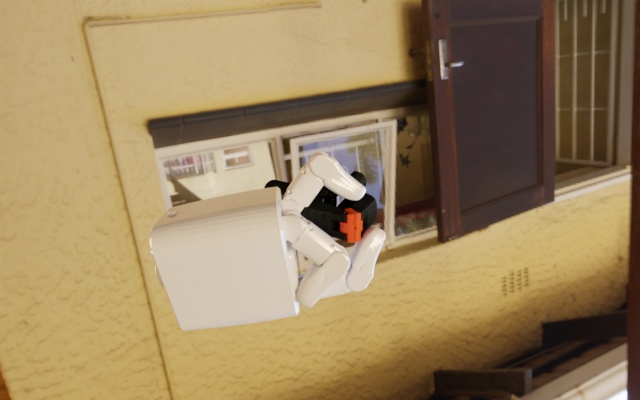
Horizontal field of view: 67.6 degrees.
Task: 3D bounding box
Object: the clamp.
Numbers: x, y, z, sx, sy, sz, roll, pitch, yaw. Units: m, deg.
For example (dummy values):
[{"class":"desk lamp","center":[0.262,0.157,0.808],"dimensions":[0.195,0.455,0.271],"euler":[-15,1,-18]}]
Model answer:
[{"class":"clamp","center":[0.000,0.002,0.495],"dimensions":[0.120,0.039,0.171],"euler":[-10,15,-2]}]
